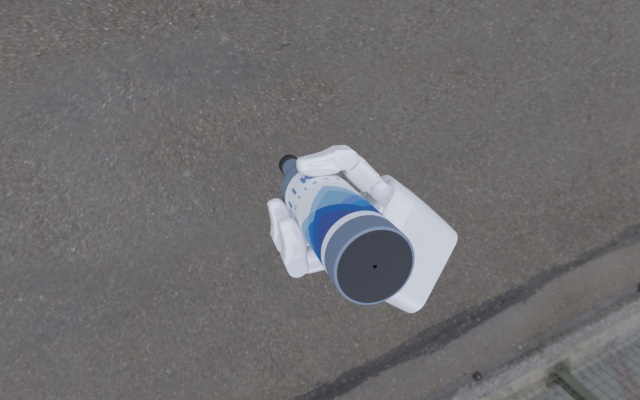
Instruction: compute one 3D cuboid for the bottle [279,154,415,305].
[{"bbox_3d":[0.000,0.002,0.493,0.069,0.069,0.295,0,19,-17],"label":"bottle"}]
